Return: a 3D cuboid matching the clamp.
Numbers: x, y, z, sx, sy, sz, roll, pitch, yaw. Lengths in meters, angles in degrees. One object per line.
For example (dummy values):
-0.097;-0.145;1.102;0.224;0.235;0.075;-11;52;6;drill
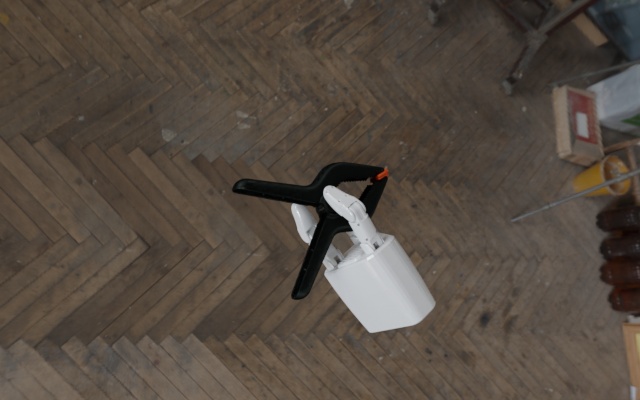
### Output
0.001;0.002;0.620;0.210;0.164;0.036;-38;8;-24;clamp
